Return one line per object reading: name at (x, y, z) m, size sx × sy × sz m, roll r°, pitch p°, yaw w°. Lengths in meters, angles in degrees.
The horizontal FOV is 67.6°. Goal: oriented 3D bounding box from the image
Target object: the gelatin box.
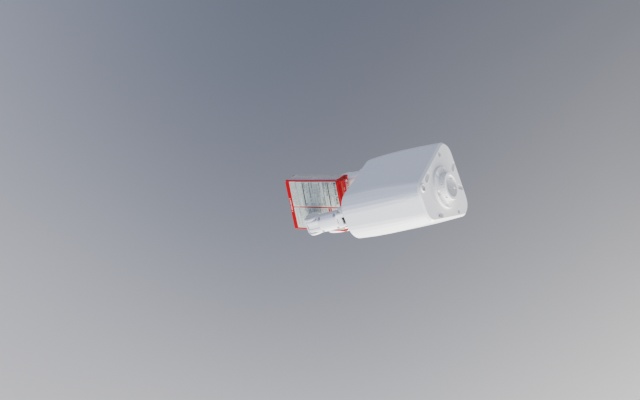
gelatin box at (0.000, 0.002, 0.653) m, size 0.089 × 0.073 × 0.030 m, roll 1°, pitch 21°, yaw 33°
